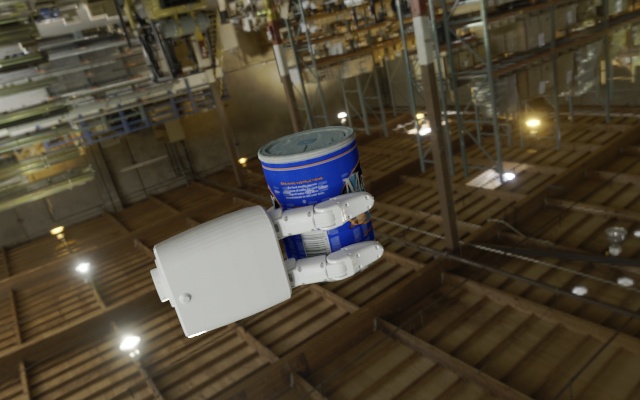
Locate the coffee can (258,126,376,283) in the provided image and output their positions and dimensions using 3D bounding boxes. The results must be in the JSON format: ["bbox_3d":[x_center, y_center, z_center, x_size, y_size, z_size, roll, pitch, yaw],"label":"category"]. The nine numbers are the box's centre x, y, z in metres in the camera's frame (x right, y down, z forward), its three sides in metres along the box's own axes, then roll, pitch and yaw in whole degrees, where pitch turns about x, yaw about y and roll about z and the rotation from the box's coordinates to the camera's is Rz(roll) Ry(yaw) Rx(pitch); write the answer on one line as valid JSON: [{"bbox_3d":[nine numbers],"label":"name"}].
[{"bbox_3d":[0.000,0.001,0.516,0.103,0.140,0.102,-12,20,4],"label":"coffee can"}]
